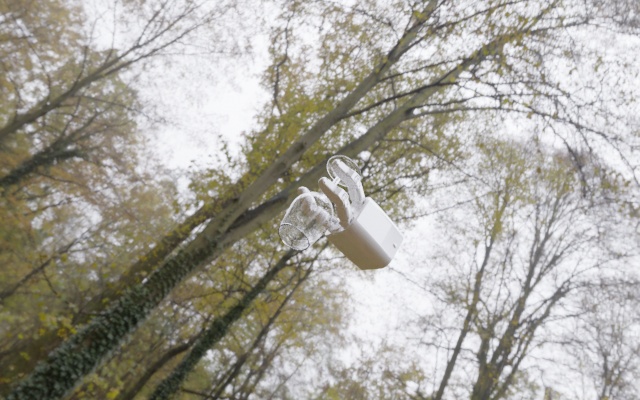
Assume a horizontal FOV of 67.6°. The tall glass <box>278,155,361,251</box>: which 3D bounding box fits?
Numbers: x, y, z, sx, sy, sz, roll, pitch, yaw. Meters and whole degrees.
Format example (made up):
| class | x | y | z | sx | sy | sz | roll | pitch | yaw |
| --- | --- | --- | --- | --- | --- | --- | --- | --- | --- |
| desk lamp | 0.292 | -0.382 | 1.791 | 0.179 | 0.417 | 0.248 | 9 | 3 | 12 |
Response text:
| class | x | y | z | sx | sy | sz | roll | pitch | yaw |
| --- | --- | --- | --- | --- | --- | --- | --- | --- | --- |
| tall glass | 0.000 | 0.002 | 0.875 | 0.079 | 0.079 | 0.201 | 0 | 37 | 36 |
